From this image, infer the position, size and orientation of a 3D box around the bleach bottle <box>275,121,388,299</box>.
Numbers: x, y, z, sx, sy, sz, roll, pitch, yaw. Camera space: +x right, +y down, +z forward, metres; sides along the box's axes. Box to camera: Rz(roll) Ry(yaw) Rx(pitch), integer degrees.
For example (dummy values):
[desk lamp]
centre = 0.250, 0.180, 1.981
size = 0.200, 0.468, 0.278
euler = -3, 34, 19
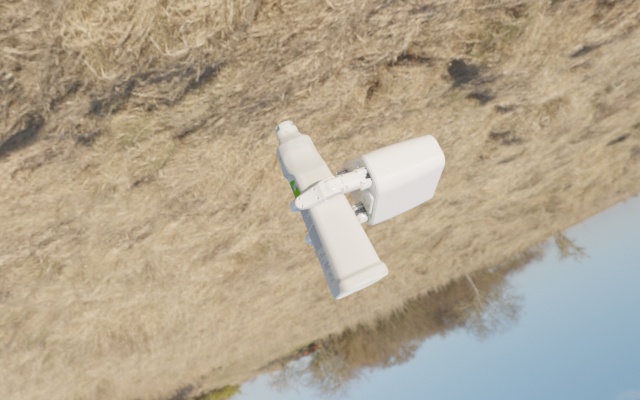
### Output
[bleach bottle]
centre = 0.000, 0.002, 0.641
size = 0.068, 0.250, 0.103
euler = -21, -14, -16
